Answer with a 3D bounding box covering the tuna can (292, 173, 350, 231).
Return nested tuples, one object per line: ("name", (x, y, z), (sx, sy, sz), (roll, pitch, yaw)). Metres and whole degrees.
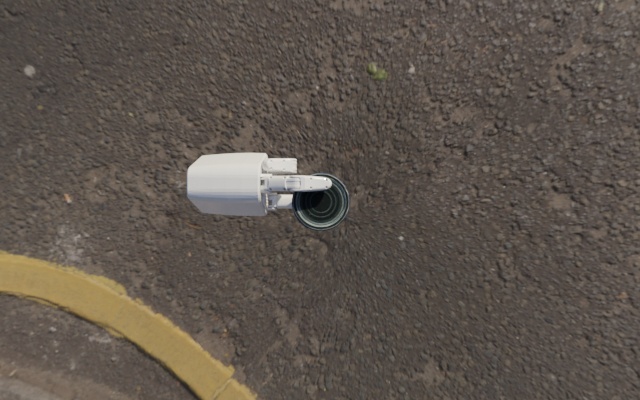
("tuna can", (0.000, 0.002, 0.704), (0.086, 0.086, 0.034), (0, -2, -2))
